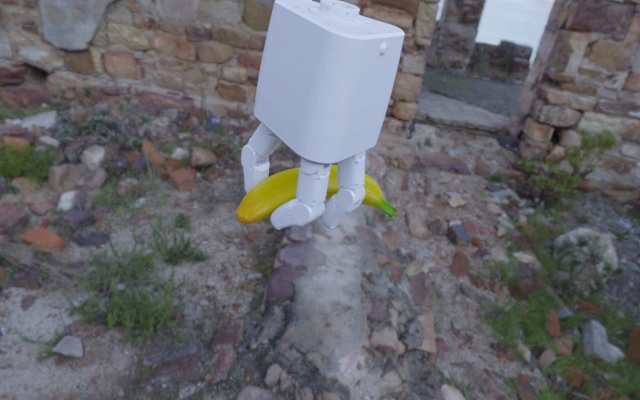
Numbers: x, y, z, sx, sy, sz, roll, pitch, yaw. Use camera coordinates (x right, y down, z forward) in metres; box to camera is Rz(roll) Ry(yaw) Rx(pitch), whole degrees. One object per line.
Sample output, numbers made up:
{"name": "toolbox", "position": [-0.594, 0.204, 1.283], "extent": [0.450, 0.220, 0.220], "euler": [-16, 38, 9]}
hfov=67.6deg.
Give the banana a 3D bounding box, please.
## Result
{"name": "banana", "position": [-0.005, -0.010, 0.520], "extent": [0.198, 0.037, 0.069], "euler": [-3, 40, -31]}
